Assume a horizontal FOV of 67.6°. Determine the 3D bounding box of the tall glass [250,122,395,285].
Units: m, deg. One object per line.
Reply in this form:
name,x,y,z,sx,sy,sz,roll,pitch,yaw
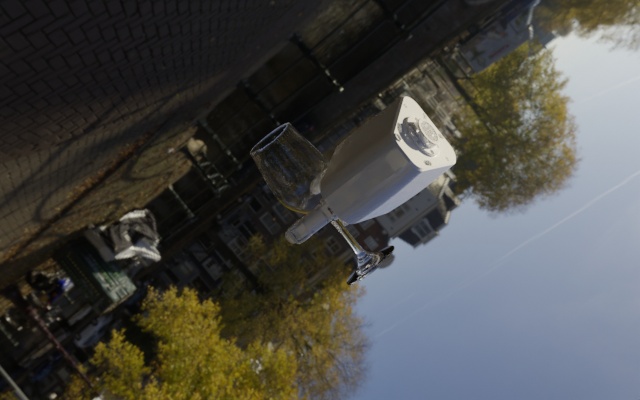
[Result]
tall glass,0.000,0.003,0.583,0.079,0.201,0.079,-39,1,1
